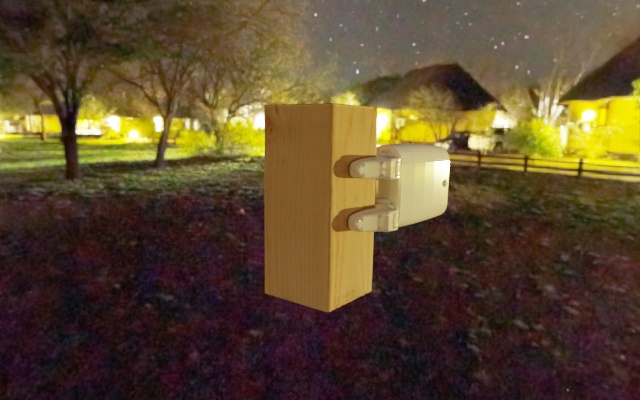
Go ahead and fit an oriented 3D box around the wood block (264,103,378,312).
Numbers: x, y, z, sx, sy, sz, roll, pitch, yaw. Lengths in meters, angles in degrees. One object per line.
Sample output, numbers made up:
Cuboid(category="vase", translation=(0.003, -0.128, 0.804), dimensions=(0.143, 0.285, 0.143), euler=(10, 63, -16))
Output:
Cuboid(category="wood block", translation=(0.000, 0.001, 0.520), dimensions=(0.091, 0.206, 0.090), euler=(8, 11, 37))
